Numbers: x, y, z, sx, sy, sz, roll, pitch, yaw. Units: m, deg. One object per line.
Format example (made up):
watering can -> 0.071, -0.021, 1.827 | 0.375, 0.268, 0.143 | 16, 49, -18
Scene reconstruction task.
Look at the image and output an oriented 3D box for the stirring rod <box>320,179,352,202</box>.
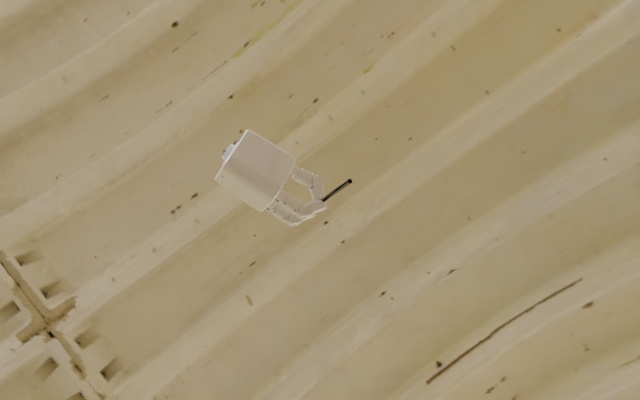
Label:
stirring rod -> 0.000, 0.003, 0.877 | 0.011, 0.011, 0.239 | 0, -17, -24
